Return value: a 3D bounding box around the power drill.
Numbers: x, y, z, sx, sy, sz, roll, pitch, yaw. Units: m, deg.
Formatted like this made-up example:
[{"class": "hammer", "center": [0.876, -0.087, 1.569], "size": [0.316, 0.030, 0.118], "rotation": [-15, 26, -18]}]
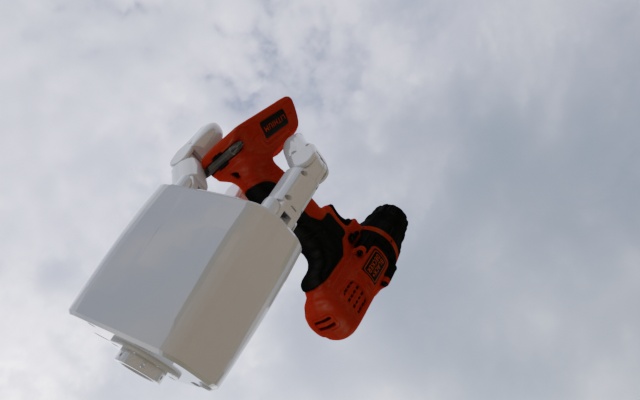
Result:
[{"class": "power drill", "center": [0.000, 0.001, 0.425], "size": [0.057, 0.187, 0.184], "rotation": [-35, 7, 34]}]
